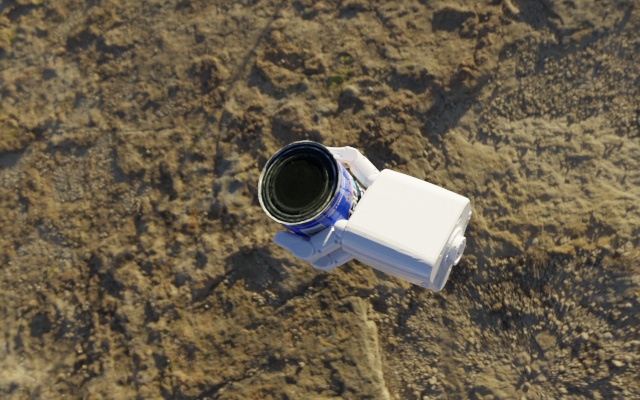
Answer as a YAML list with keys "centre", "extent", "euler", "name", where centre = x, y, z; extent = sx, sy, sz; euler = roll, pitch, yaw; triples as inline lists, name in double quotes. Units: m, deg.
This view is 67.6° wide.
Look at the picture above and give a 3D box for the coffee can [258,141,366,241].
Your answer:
- centre: [0.000, 0.002, 0.597]
  extent: [0.103, 0.102, 0.140]
  euler: [0, -19, 23]
  name: "coffee can"
